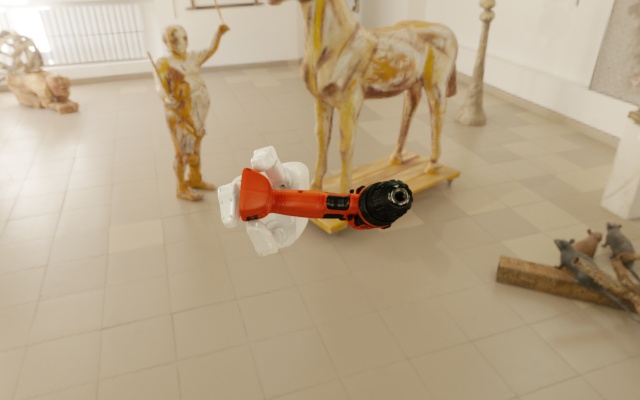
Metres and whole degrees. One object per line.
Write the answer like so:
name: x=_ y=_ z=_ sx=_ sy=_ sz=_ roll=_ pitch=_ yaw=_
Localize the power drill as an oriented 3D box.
power drill: x=0.000 y=0.002 z=0.563 sx=0.187 sy=0.057 sz=0.184 roll=7 pitch=-10 yaw=-7
